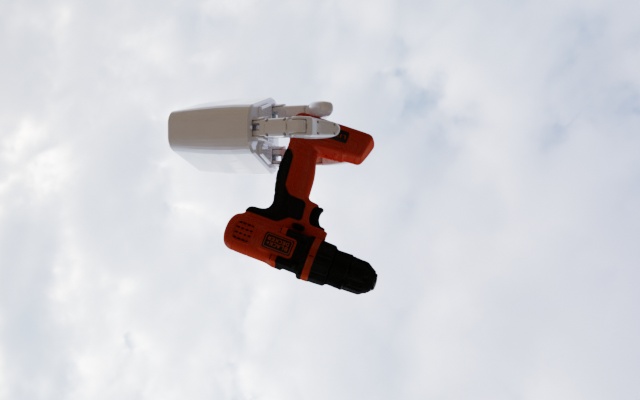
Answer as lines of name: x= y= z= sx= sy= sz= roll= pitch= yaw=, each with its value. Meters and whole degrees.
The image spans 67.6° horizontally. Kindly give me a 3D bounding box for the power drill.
power drill: x=0.000 y=0.001 z=0.565 sx=0.184 sy=0.187 sz=0.057 roll=20 pitch=-16 yaw=4
